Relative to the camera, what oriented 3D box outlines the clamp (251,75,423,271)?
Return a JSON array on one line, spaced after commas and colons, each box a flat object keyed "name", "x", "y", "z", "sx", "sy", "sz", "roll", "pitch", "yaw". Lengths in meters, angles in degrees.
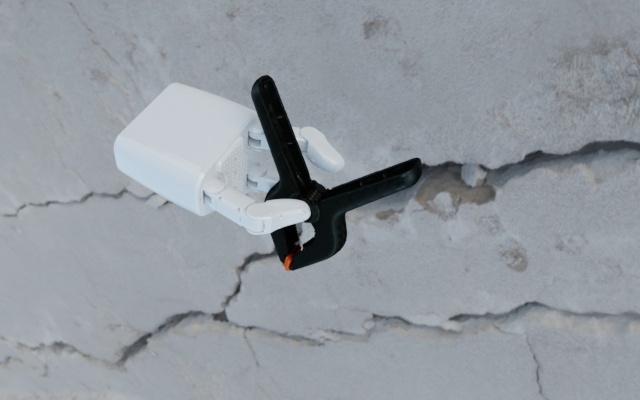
[{"name": "clamp", "x": -0.001, "y": 0.002, "z": 0.459, "sx": 0.164, "sy": 0.210, "sz": 0.036, "roll": 27, "pitch": 44, "yaw": 18}]
